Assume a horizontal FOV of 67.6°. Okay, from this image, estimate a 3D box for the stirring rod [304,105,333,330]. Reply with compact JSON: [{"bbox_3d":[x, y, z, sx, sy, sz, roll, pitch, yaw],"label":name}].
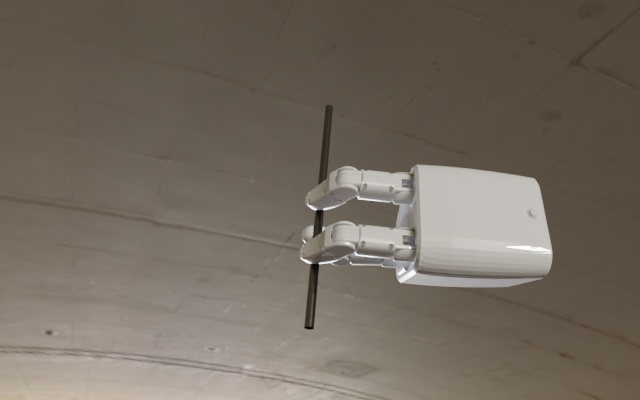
[{"bbox_3d":[0.000,0.002,0.448,0.011,0.239,0.011,4,-32,2],"label":"stirring rod"}]
